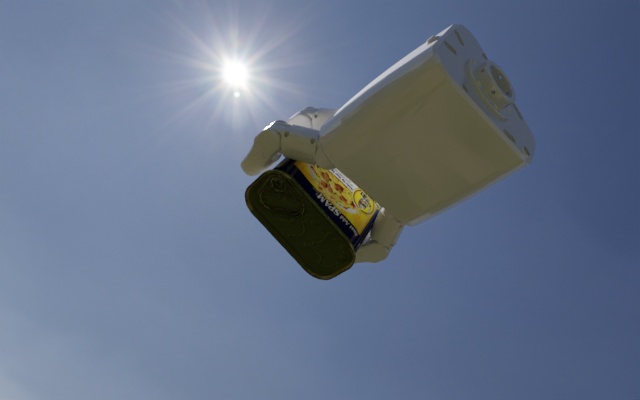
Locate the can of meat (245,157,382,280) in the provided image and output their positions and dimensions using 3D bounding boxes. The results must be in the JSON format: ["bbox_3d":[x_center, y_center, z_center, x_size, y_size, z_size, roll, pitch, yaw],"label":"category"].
[{"bbox_3d":[0.000,0.001,0.409,0.057,0.102,0.084,-37,8,41],"label":"can of meat"}]
